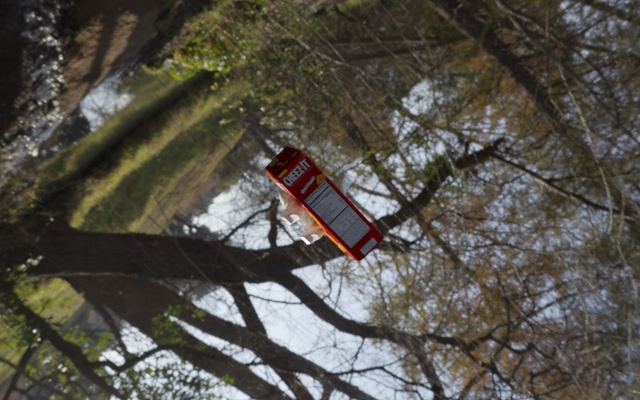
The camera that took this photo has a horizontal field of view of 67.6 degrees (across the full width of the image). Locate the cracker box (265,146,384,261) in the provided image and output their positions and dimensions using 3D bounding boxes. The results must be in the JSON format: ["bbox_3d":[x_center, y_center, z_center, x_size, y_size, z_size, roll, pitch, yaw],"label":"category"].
[{"bbox_3d":[0.000,0.003,0.871,0.214,0.072,0.164,45,-3,-15],"label":"cracker box"}]
